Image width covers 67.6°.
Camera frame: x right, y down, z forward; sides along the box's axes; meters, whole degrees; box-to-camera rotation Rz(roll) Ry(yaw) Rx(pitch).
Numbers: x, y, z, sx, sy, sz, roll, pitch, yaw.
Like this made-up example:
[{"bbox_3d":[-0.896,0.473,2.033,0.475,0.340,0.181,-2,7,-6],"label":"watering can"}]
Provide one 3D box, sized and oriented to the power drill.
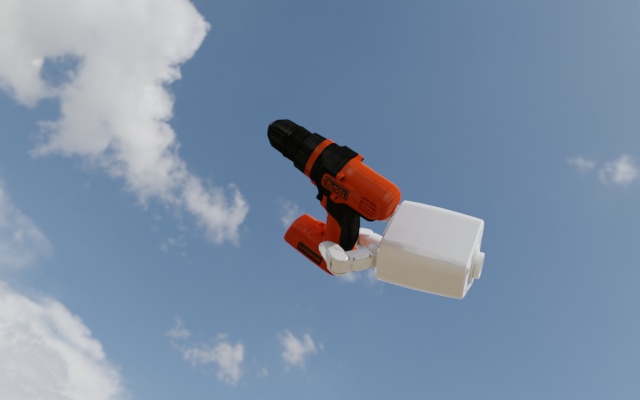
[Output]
[{"bbox_3d":[0.000,0.002,0.614,0.184,0.188,0.057,36,55,18],"label":"power drill"}]
